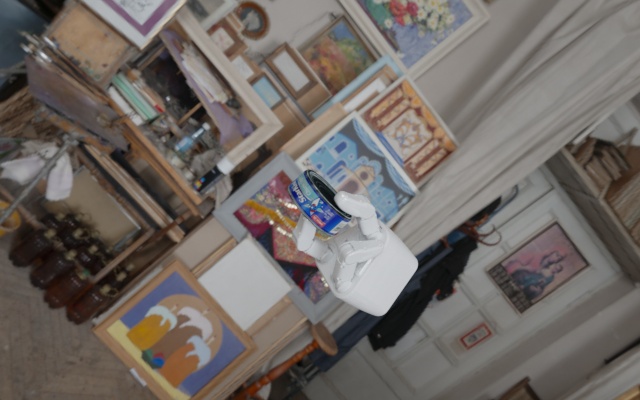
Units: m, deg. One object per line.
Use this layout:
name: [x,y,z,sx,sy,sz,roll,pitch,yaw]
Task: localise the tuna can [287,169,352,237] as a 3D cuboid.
tuna can: [0.000,0.002,0.599,0.034,0.086,0.086,-42,-12,13]
